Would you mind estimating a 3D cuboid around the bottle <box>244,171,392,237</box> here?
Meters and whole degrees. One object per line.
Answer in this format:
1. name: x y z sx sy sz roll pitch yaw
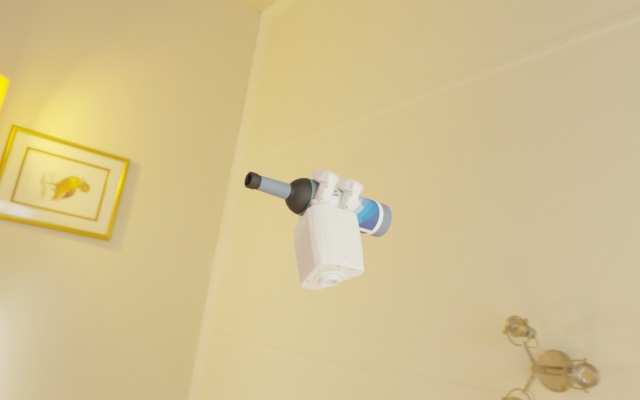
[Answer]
1. bottle: 0.000 0.003 0.844 0.296 0.069 0.069 18 -10 -35
